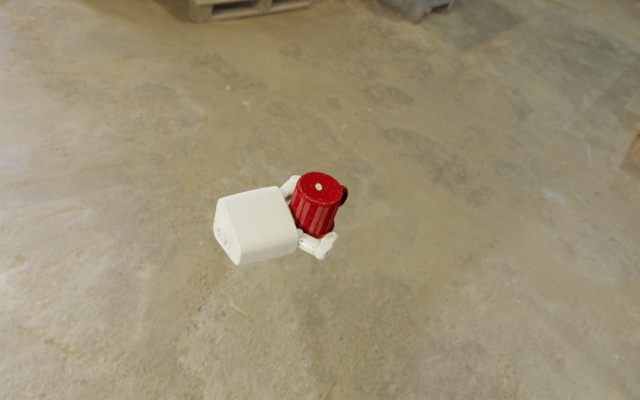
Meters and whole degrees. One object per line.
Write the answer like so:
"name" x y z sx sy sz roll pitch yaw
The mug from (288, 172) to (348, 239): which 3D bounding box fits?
"mug" 0.001 0.002 0.827 0.117 0.093 0.082 -14 -38 -31
